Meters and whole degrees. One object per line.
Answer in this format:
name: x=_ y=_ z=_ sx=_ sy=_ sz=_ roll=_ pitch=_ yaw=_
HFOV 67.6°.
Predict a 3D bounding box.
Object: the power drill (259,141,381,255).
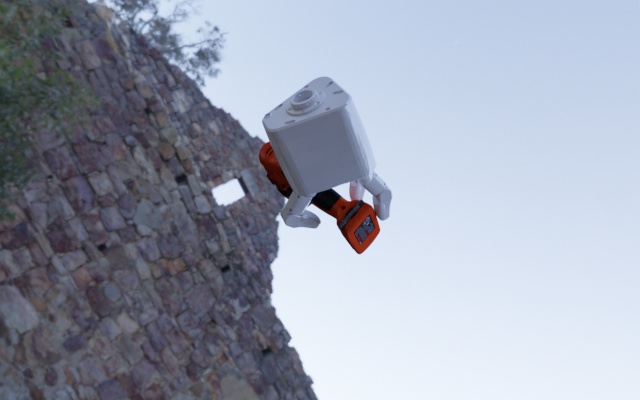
power drill: x=0.000 y=0.002 z=0.721 sx=0.187 sy=0.057 sz=0.184 roll=35 pitch=-9 yaw=26
